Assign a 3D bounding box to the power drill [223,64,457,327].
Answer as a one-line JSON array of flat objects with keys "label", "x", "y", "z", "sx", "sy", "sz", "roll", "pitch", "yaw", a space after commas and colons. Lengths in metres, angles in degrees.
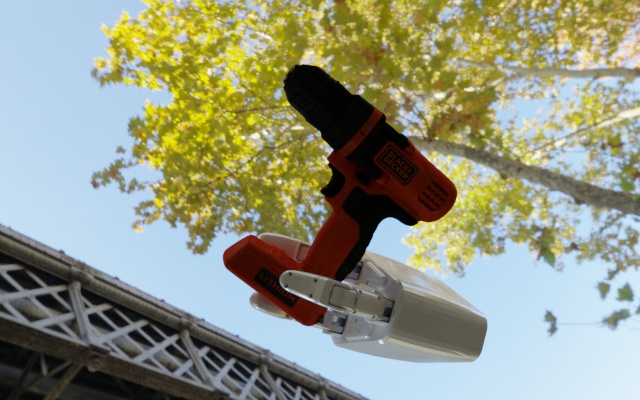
[{"label": "power drill", "x": 0.000, "y": 0.002, "z": 0.421, "sx": 0.184, "sy": 0.187, "sz": 0.057, "roll": 40, "pitch": 7, "yaw": -8}]
